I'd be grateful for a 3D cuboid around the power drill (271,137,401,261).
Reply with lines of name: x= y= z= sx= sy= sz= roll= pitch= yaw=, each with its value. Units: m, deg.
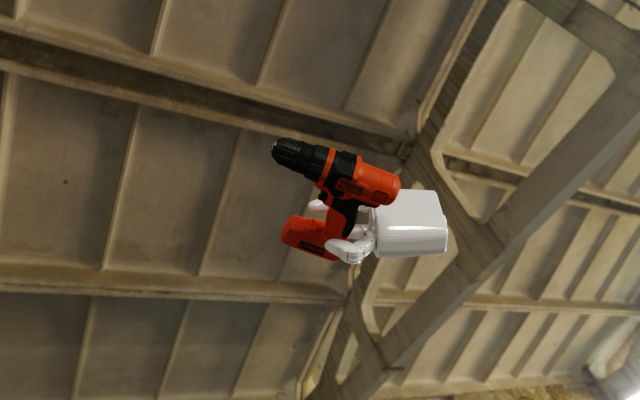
power drill: x=0.000 y=0.003 z=0.701 sx=0.184 sy=0.057 sz=0.188 roll=21 pitch=-43 yaw=-4
